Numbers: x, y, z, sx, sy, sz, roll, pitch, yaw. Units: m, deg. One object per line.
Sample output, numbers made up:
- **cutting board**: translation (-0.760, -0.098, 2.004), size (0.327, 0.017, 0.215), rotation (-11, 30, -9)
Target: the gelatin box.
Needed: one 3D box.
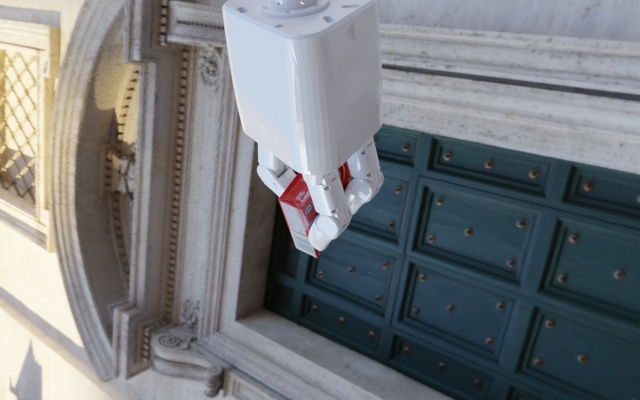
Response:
- **gelatin box**: translation (0.000, 0.002, 0.454), size (0.030, 0.073, 0.089), rotation (24, -28, 25)
